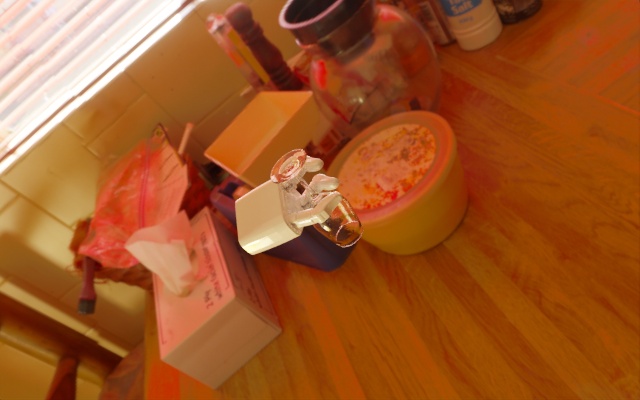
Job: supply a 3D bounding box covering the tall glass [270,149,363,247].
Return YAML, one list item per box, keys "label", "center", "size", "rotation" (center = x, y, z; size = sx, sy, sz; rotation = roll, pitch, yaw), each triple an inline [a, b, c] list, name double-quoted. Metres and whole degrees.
- label: "tall glass"
  center: [0.000, 0.002, 0.852]
  size: [0.079, 0.079, 0.201]
  rotation: [0, -37, 44]
